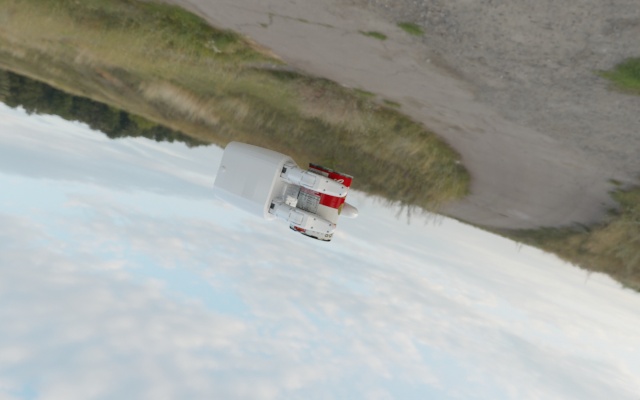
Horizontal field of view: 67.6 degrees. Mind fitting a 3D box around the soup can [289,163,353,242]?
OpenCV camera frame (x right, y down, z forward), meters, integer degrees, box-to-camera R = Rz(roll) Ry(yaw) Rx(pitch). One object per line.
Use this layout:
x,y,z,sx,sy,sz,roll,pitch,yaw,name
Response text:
0.000,0.003,0.705,0.068,0.102,0.068,19,3,-1,soup can
